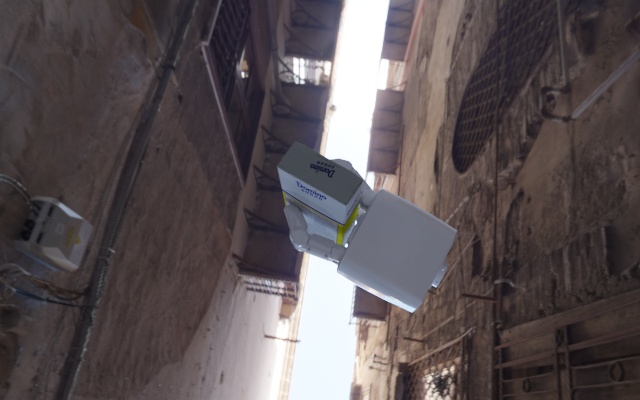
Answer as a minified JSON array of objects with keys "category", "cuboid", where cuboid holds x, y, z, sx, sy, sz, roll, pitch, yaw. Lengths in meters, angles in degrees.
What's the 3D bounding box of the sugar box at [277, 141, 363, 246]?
[{"category":"sugar box","cuboid":[0.001,0.002,0.603,0.093,0.048,0.176,30,-22,11]}]
